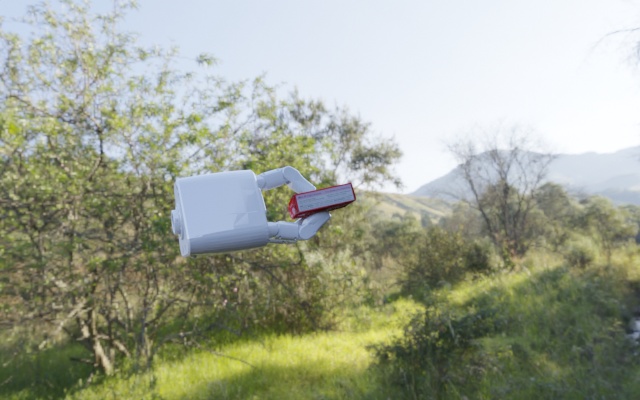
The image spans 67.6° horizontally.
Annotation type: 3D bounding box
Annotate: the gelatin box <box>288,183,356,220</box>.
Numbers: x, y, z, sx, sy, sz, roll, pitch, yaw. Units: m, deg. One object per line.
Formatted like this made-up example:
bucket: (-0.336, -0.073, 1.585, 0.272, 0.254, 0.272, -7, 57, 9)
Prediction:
gelatin box: (0.000, 0.002, 0.698, 0.089, 0.030, 0.073, -13, -6, -11)
